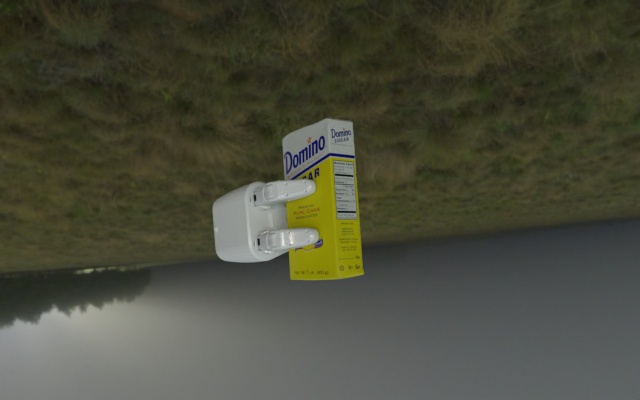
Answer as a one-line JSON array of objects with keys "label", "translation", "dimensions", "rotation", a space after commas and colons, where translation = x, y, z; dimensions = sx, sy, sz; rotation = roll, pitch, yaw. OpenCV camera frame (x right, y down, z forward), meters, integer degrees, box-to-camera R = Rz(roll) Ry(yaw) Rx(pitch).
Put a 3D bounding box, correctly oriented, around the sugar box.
[{"label": "sugar box", "translation": [0.000, 0.002, 0.554], "dimensions": [0.048, 0.176, 0.093], "rotation": [-2, -7, -39]}]
